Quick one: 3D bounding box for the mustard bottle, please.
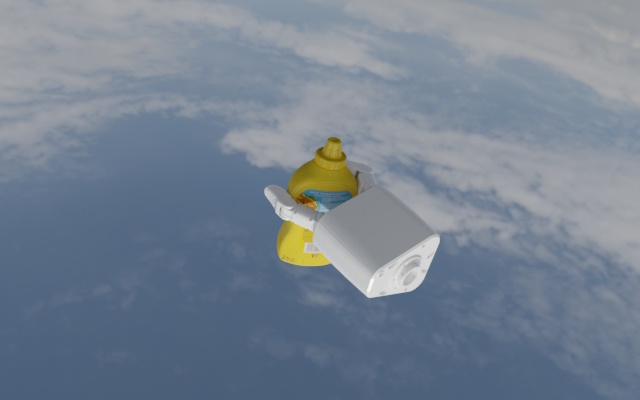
[{"bbox_3d":[0.000,0.002,0.650,0.096,0.192,0.058,3,35,-15],"label":"mustard bottle"}]
